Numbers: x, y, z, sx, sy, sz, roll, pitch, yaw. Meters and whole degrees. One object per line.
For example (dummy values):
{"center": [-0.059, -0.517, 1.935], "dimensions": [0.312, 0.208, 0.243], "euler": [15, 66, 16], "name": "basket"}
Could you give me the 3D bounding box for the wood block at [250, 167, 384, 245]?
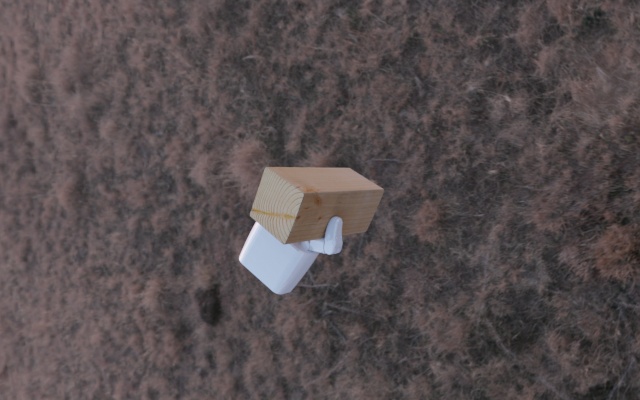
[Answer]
{"center": [0.000, 0.003, 0.788], "dimensions": [0.090, 0.090, 0.206], "euler": [36, 25, 33], "name": "wood block"}
